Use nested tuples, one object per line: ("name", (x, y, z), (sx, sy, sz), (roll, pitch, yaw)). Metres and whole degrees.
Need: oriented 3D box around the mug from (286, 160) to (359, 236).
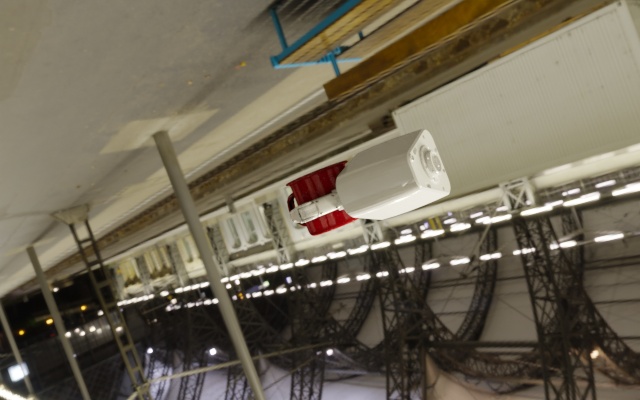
("mug", (-0.001, 0.003, 0.673), (0.117, 0.081, 0.093), (-22, 0, 35))
